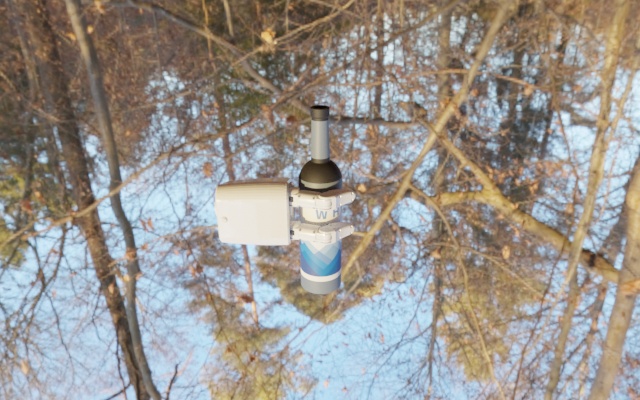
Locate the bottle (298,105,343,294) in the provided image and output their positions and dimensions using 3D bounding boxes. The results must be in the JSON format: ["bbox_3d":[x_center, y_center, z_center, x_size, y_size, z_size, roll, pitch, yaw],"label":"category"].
[{"bbox_3d":[0.000,0.003,0.734,0.069,0.296,0.069,0,24,0],"label":"bottle"}]
